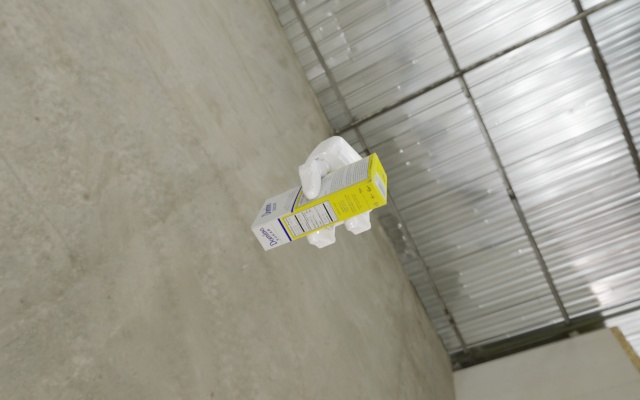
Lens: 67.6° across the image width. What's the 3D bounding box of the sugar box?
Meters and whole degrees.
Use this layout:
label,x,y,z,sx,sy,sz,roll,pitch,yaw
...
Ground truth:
label,x,y,z,sx,sy,sz,roll,pitch,yaw
sugar box,0.000,0.002,0.639,0.176,0.048,0.093,-25,19,19
